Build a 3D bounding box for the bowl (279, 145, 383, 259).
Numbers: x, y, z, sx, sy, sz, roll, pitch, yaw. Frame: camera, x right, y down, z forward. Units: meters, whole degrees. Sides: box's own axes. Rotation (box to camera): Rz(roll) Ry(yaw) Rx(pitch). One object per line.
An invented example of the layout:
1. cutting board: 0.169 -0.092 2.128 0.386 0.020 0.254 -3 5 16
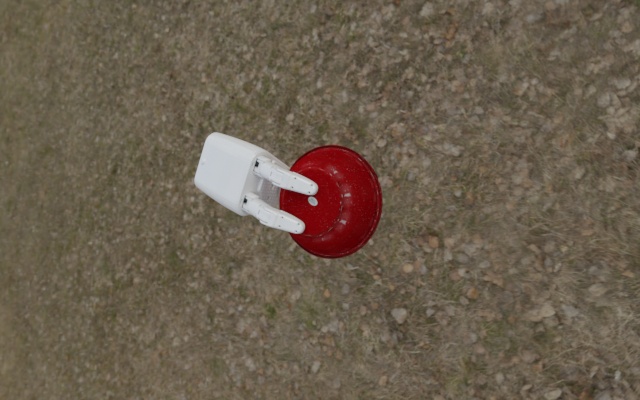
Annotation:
1. bowl: 0.001 0.002 0.652 0.162 0.162 0.055 0 0 28
